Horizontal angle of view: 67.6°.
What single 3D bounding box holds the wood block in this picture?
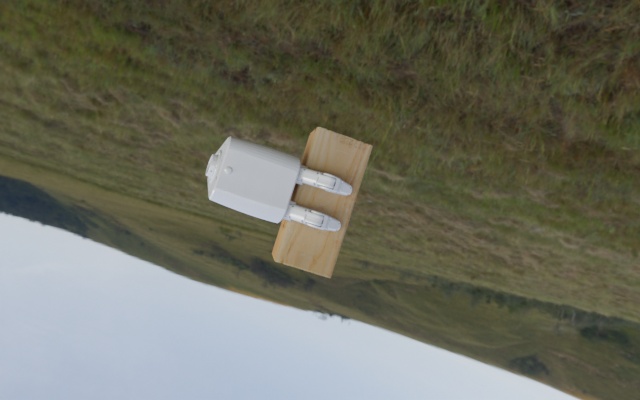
[{"bbox_3d":[0.000,0.002,0.739,0.090,0.206,0.091,18,-1,-9],"label":"wood block"}]
